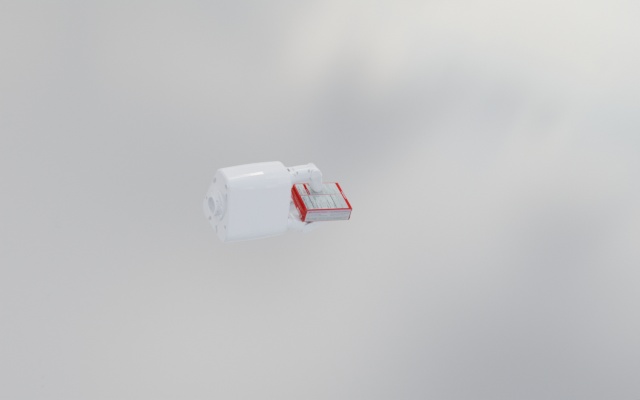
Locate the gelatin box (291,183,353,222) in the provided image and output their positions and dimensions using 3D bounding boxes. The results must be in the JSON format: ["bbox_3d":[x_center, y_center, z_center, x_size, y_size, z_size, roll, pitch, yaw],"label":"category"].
[{"bbox_3d":[0.001,0.002,0.819,0.089,0.030,0.073,-3,40,-23],"label":"gelatin box"}]
